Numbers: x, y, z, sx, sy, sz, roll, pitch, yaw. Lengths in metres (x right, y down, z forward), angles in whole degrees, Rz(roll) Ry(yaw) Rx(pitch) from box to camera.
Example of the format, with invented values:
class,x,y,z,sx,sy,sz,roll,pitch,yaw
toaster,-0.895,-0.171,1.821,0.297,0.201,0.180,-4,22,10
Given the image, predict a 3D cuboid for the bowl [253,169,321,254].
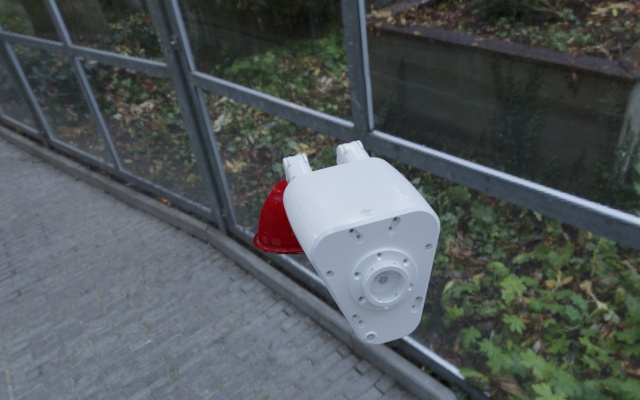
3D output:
class,x,y,z,sx,sy,sz,roll,pitch,yaw
bowl,-0.001,0.001,0.516,0.162,0.055,0.162,-12,14,3
